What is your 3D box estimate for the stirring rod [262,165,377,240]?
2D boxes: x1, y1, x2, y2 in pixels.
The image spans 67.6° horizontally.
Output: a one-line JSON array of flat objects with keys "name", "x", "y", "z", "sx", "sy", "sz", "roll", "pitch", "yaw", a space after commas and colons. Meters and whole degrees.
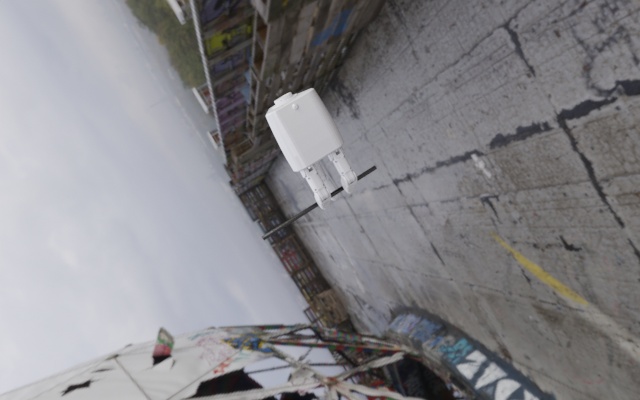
[{"name": "stirring rod", "x": 0.000, "y": 0.003, "z": 0.847, "sx": 0.239, "sy": 0.011, "sz": 0.011, "roll": -32, "pitch": 6, "yaw": -10}]
